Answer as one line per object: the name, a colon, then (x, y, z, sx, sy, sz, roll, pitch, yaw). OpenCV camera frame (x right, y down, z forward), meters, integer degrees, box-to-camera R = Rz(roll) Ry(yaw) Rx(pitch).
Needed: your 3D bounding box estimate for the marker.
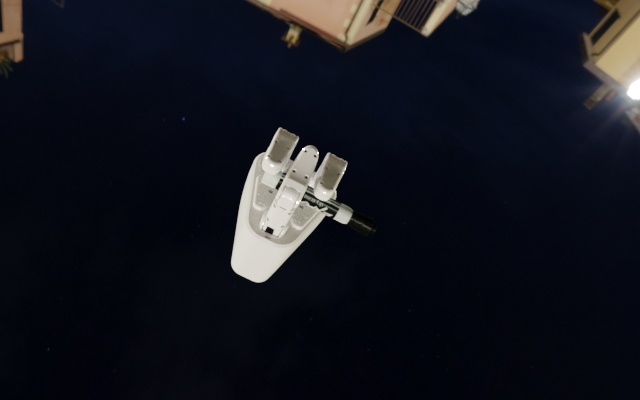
marker: (0.000, 0.002, 0.465, 0.121, 0.020, 0.020, 27, -2, -4)
